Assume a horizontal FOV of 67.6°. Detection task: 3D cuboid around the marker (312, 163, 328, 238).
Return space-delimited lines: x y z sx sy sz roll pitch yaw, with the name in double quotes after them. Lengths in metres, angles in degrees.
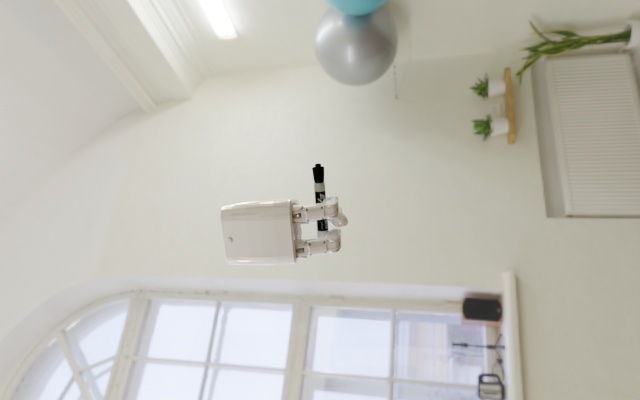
0.000 0.002 0.740 0.020 0.121 0.020 -4 17 1 "marker"
